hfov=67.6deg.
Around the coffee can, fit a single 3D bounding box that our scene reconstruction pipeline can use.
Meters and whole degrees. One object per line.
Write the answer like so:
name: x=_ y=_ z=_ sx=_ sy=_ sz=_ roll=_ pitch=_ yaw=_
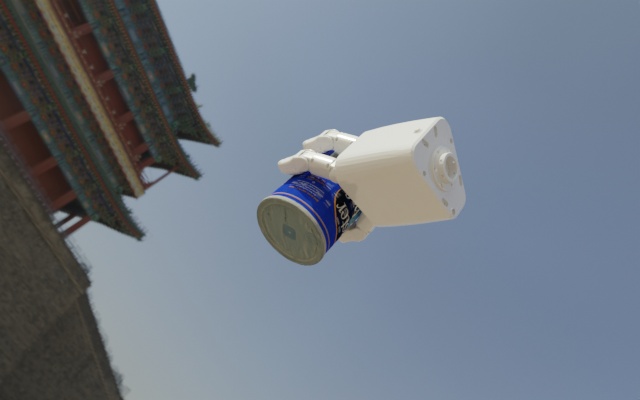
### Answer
coffee can: x=0.000 y=0.002 z=0.626 sx=0.103 sy=0.103 sz=0.140 roll=0 pitch=33 yaw=42
